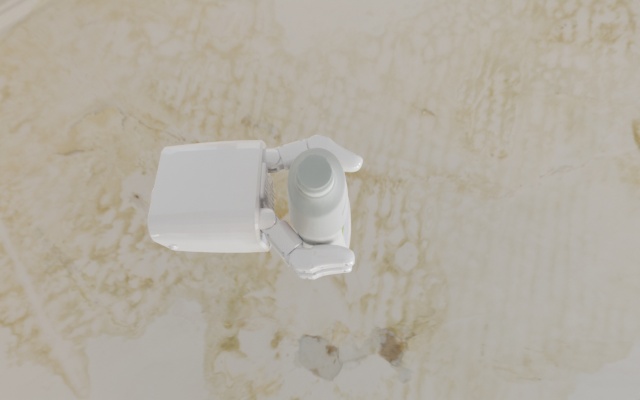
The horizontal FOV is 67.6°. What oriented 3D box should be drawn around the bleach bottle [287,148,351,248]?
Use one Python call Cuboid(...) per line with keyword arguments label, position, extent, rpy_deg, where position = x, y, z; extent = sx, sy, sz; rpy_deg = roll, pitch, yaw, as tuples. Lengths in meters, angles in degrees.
Cuboid(label="bleach bottle", position=(0.000, 0.002, 0.495), extent=(0.068, 0.102, 0.251), rpy_deg=(-2, -15, 2))
